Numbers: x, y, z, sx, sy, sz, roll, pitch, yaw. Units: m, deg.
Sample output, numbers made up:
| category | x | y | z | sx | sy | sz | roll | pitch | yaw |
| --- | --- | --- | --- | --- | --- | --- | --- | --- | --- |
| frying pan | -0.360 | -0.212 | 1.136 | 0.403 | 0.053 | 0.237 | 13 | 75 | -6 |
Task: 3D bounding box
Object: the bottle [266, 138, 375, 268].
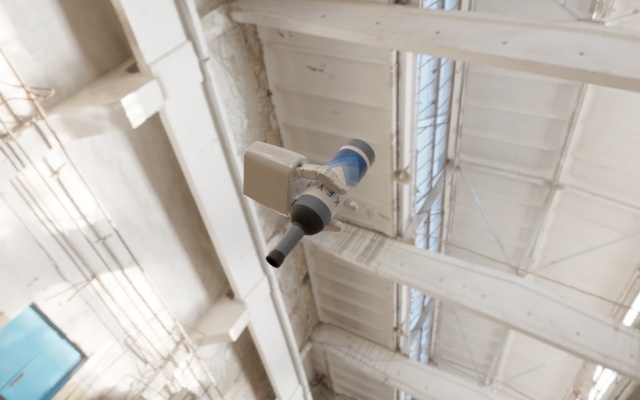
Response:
| category | x | y | z | sx | sy | sz | roll | pitch | yaw |
| --- | --- | --- | --- | --- | --- | --- | --- | --- | --- |
| bottle | 0.000 | 0.003 | 0.833 | 0.069 | 0.069 | 0.295 | 0 | 40 | 43 |
